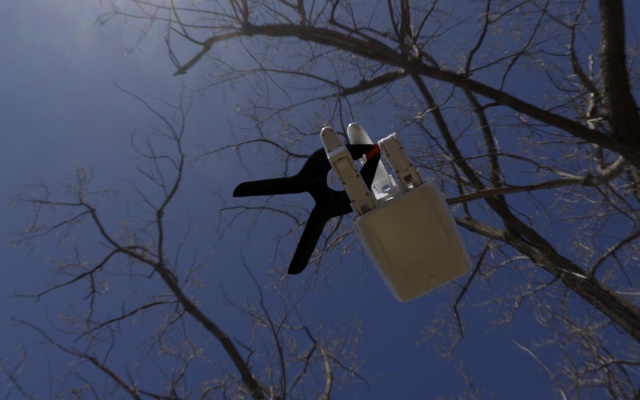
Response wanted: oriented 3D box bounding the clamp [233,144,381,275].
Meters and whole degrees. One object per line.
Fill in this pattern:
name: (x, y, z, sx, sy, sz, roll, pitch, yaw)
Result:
clamp: (0.000, 0.002, 0.535, 0.171, 0.120, 0.039, -27, 5, 7)
